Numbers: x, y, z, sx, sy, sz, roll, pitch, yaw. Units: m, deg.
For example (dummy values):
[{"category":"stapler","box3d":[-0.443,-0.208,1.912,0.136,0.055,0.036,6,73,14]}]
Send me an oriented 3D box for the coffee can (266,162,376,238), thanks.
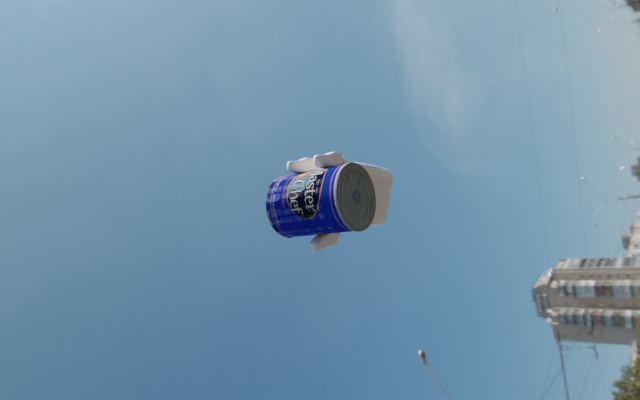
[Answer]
[{"category":"coffee can","box3d":[0.000,0.002,0.743,0.140,0.103,0.103,-8,-5,37]}]
